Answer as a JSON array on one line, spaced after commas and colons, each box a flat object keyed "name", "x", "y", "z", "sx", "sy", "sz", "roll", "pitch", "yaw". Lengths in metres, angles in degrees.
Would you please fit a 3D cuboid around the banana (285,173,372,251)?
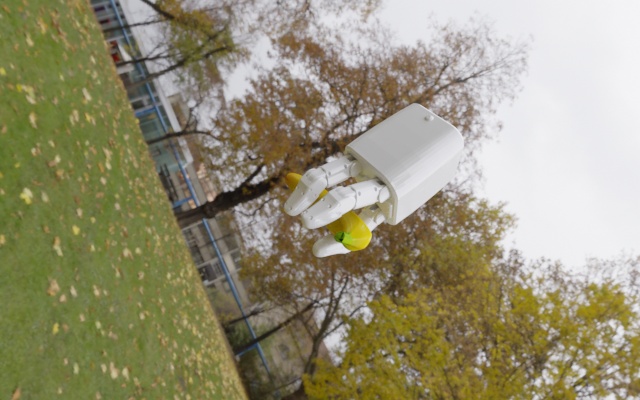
[{"name": "banana", "x": 0.013, "y": 0.014, "z": 0.579, "sx": 0.070, "sy": 0.037, "sz": 0.197, "roll": 44, "pitch": 0, "yaw": -30}]
